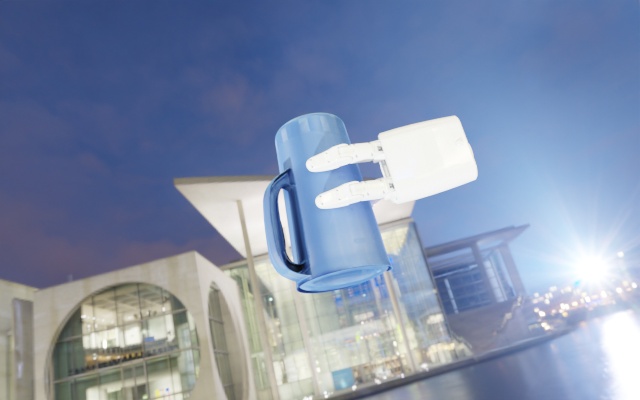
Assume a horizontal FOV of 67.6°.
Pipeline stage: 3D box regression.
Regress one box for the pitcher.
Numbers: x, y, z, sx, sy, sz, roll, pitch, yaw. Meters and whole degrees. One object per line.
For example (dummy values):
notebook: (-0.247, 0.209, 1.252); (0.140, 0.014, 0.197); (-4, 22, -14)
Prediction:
pitcher: (0.000, 0.002, 0.673); (0.145, 0.242, 0.149); (-16, -20, 6)
